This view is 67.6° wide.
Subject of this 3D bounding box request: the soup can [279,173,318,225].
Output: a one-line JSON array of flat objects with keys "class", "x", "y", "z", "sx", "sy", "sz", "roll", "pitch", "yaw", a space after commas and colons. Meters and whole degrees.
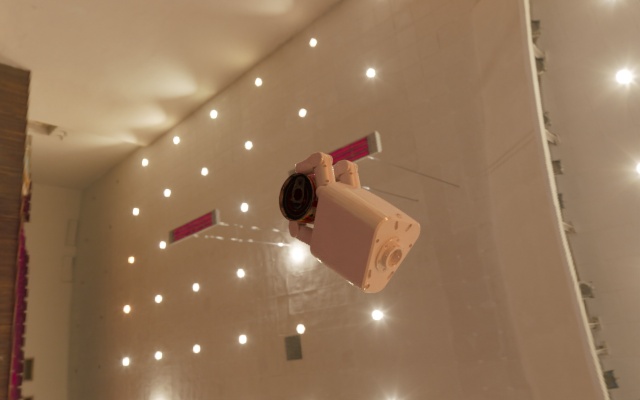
[{"class": "soup can", "x": 0.000, "y": 0.002, "z": 0.692, "sx": 0.068, "sy": 0.068, "sz": 0.102, "roll": 0, "pitch": -9, "yaw": 44}]
